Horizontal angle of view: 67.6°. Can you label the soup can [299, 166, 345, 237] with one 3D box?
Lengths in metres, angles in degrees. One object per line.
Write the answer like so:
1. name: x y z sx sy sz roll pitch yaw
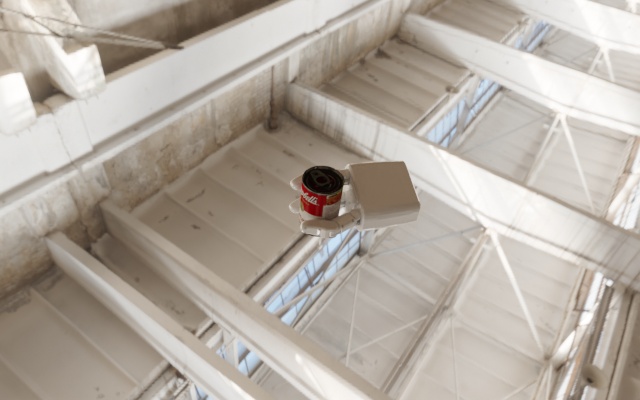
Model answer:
1. soup can: 0.000 0.003 0.785 0.068 0.102 0.068 4 44 -4
